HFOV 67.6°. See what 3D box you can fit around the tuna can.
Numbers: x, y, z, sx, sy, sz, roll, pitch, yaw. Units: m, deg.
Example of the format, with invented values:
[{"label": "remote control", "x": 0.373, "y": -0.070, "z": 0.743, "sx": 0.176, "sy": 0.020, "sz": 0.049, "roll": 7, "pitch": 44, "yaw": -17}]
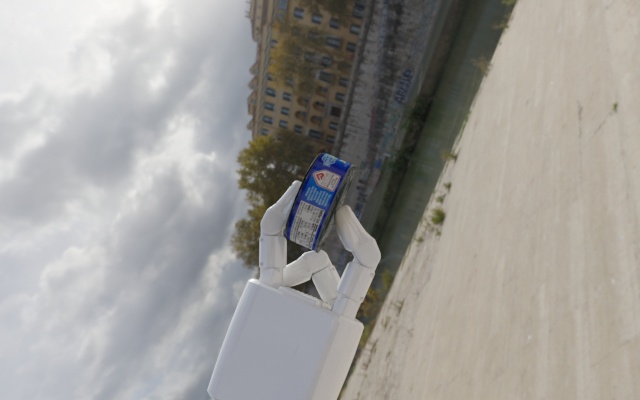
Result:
[{"label": "tuna can", "x": 0.000, "y": 0.001, "z": 0.429, "sx": 0.034, "sy": 0.086, "sz": 0.086, "roll": 24, "pitch": 3, "yaw": 6}]
